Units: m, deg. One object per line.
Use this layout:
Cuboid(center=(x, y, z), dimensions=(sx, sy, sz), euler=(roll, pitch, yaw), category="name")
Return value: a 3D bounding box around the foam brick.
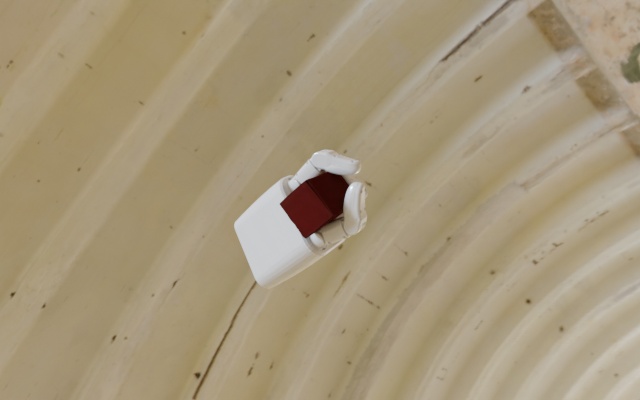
Cuboid(center=(0.000, 0.002, 0.568), dimensions=(0.051, 0.053, 0.078), euler=(-39, -6, 30), category="foam brick")
